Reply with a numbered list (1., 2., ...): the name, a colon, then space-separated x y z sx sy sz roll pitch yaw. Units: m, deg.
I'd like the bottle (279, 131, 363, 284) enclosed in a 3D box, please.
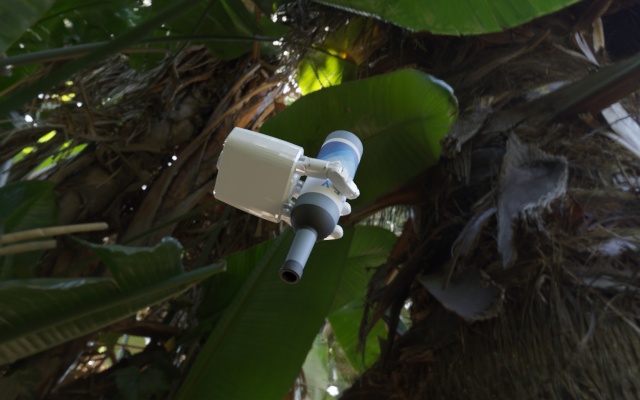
1. bottle: 0.000 0.002 0.699 0.069 0.069 0.295 0 39 20
